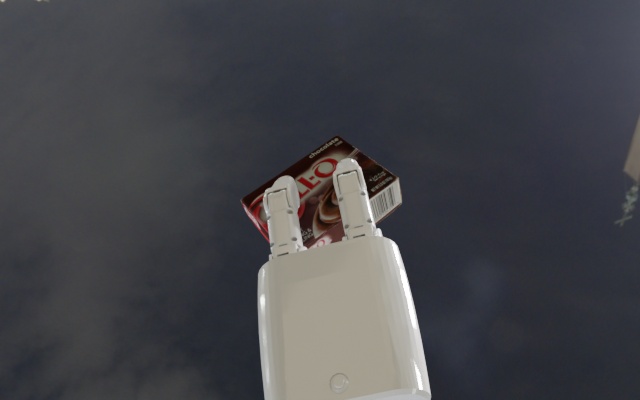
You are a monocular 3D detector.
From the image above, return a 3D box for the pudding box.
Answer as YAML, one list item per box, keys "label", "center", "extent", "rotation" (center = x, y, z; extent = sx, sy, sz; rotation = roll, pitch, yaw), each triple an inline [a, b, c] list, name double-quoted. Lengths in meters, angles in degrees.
- label: "pudding box"
  center: [0.000, 0.002, 0.415]
  extent: [0.113, 0.039, 0.090]
  rotation: [-34, 46, -14]
